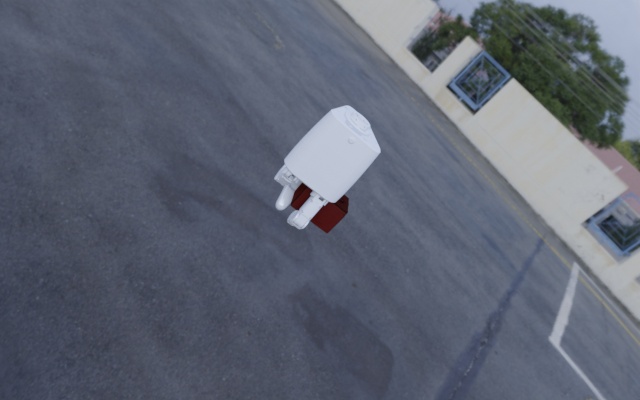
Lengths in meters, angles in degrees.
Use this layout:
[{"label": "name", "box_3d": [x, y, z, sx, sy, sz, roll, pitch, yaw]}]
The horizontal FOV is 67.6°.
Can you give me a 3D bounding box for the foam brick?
[{"label": "foam brick", "box_3d": [0.000, 0.003, 0.751, 0.078, 0.051, 0.053, 38, 23, -13]}]
